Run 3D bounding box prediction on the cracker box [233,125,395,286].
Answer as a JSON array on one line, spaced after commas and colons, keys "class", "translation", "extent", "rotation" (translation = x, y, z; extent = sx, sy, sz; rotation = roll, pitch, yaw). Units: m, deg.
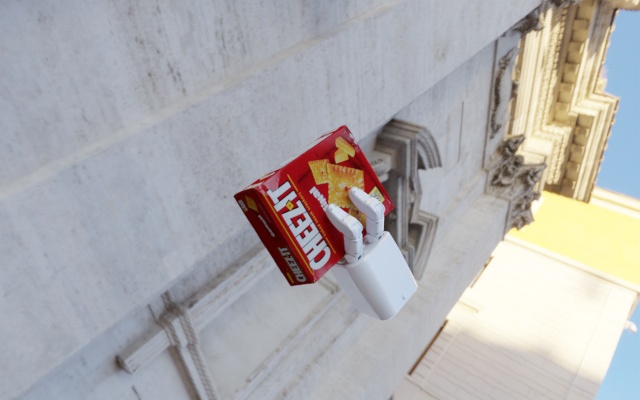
[{"class": "cracker box", "translation": [0.000, 0.002, 0.738], "extent": [0.213, 0.164, 0.072], "rotation": [-39, 13, -37]}]
